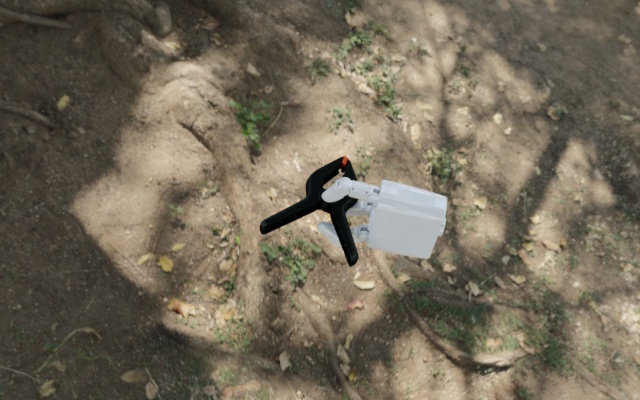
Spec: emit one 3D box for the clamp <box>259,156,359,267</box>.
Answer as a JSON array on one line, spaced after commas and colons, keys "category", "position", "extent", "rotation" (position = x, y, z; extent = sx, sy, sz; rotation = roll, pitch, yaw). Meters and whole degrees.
[{"category": "clamp", "position": [0.001, 0.002, 0.804], "extent": [0.164, 0.209, 0.036], "rotation": [15, -37, 3]}]
